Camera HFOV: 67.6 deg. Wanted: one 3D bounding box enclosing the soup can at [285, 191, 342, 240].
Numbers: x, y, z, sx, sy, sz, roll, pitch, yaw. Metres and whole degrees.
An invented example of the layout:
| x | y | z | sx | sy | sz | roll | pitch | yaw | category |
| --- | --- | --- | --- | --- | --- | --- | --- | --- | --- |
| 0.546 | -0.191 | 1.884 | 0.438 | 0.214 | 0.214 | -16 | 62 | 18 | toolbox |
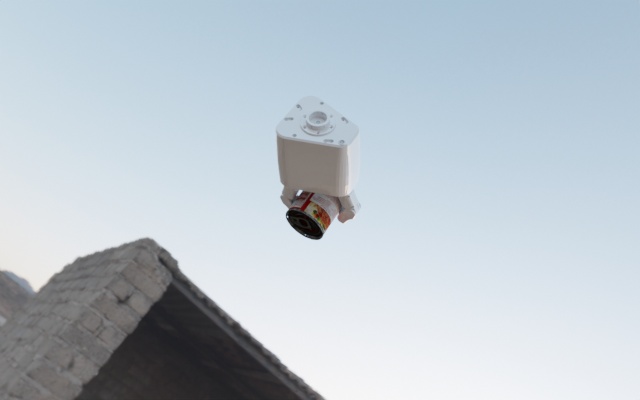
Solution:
| x | y | z | sx | sy | sz | roll | pitch | yaw | category |
| --- | --- | --- | --- | --- | --- | --- | --- | --- | --- |
| 0.000 | 0.003 | 0.755 | 0.068 | 0.102 | 0.069 | 26 | -31 | 17 | soup can |
